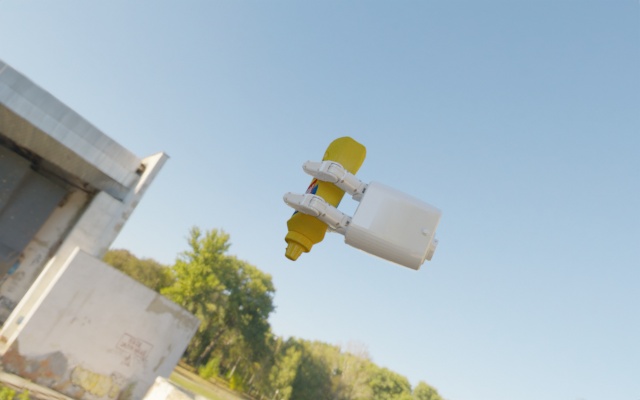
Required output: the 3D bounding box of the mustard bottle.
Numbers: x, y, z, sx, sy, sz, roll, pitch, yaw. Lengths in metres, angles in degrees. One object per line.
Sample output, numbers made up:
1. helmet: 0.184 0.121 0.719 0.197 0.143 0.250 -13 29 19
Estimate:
1. mustard bottle: 0.000 0.002 0.695 0.058 0.191 0.096 32 -22 -10
